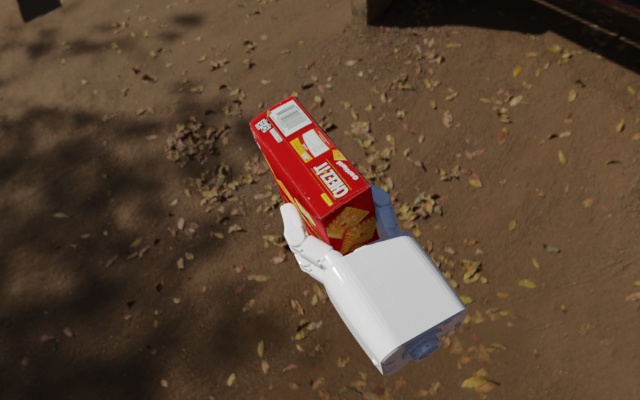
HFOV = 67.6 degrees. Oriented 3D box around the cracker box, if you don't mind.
[{"bbox_3d":[0.000,0.002,0.596,0.072,0.164,0.214,-32,-31,-9],"label":"cracker box"}]
